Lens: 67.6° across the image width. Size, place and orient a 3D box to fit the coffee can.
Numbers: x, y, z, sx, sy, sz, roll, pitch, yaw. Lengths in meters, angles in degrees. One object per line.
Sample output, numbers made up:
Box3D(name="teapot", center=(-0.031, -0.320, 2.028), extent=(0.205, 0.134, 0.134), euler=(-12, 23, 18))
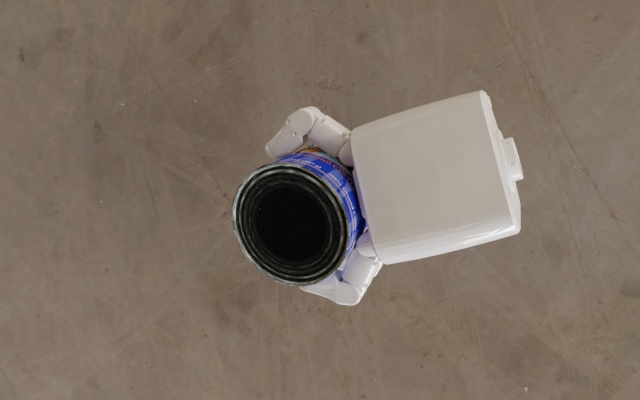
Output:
Box3D(name="coffee can", center=(0.000, 0.001, 0.434), extent=(0.103, 0.103, 0.140), euler=(0, 16, 23))
